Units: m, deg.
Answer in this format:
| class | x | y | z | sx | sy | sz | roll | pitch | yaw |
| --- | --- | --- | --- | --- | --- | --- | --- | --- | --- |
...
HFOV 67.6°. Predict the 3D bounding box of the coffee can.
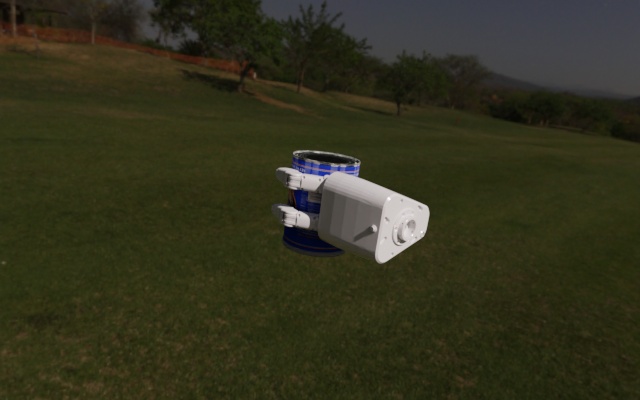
| class | x | y | z | sx | sy | sz | roll | pitch | yaw |
| --- | --- | --- | --- | --- | --- | --- | --- | --- | --- |
| coffee can | 0.000 | 0.002 | 0.727 | 0.103 | 0.140 | 0.102 | 7 | 14 | -2 |
